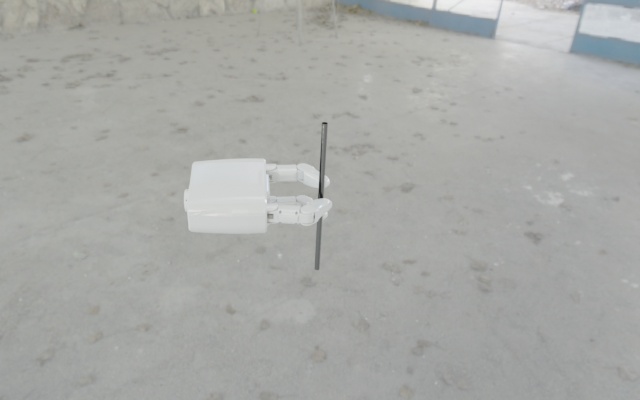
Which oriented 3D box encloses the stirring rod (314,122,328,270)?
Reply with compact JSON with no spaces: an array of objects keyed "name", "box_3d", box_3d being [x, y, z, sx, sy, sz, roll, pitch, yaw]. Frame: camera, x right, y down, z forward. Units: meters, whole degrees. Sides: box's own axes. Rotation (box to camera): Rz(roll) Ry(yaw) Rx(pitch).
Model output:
[{"name":"stirring rod","box_3d":[0.000,0.002,0.693,0.011,0.240,0.011,2,29,-1]}]
